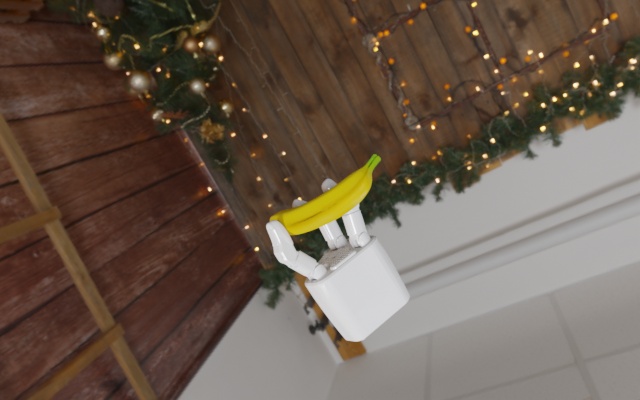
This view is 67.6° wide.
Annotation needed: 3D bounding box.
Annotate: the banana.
[{"bbox_3d":[-0.004,0.010,0.617,0.198,0.037,0.069,-28,16,33],"label":"banana"}]
